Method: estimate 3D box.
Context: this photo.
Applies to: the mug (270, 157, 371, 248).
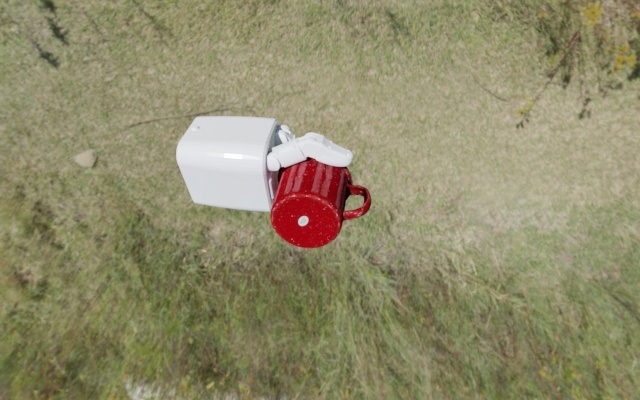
[{"bbox_3d":[0.002,0.002,0.555,0.117,0.093,0.081,3,38,6],"label":"mug"}]
